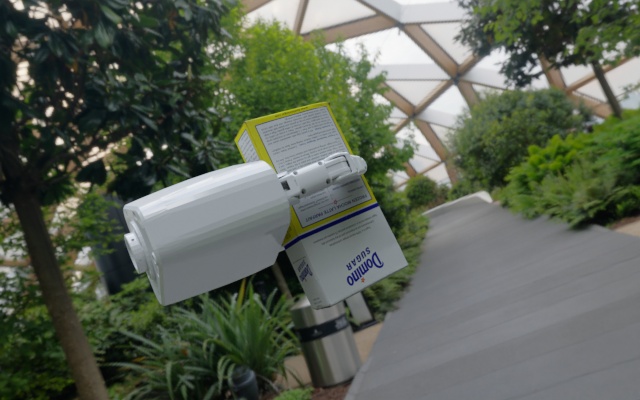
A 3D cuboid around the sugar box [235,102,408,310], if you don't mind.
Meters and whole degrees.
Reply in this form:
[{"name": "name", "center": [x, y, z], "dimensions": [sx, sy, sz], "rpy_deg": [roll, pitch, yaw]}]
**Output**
[{"name": "sugar box", "center": [0.000, 0.002, 0.442], "dimensions": [0.093, 0.176, 0.048], "rpy_deg": [-21, -6, -28]}]
